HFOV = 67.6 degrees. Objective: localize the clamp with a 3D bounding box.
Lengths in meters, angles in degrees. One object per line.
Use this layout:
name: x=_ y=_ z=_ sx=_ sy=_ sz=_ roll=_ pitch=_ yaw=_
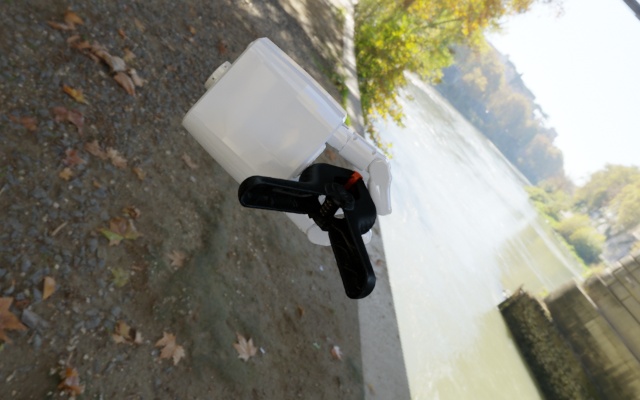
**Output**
clamp: x=0.001 y=0.001 z=0.401 sx=0.039 sy=0.120 sz=0.171 roll=-44 pitch=10 yaw=20
